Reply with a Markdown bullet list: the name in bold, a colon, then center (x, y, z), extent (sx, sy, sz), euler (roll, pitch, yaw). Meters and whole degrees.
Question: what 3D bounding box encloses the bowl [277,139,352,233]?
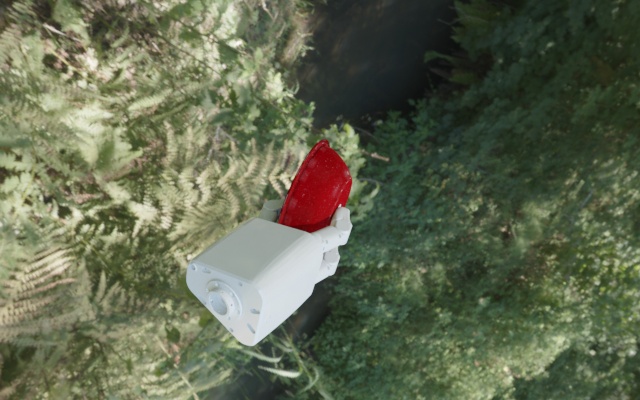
- **bowl**: center (0.001, 0.001, 0.644), extent (0.055, 0.162, 0.162), euler (23, 4, 11)
